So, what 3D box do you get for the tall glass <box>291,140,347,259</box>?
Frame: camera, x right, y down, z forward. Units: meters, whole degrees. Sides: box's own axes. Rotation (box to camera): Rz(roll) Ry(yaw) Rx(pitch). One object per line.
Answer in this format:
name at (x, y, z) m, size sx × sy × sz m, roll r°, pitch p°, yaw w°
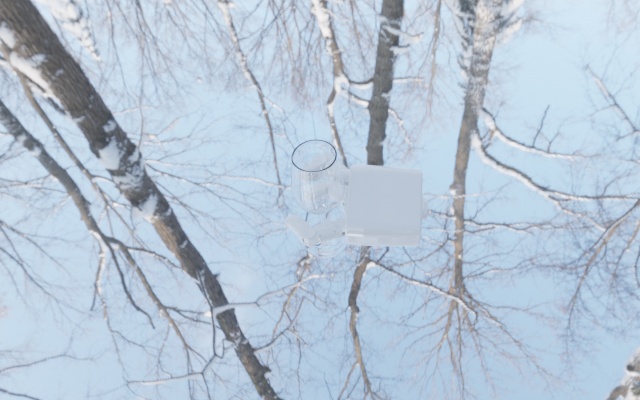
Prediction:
tall glass at (0.000, 0.003, 0.714) m, size 0.079 × 0.079 × 0.201 m, roll 0°, pitch -39°, yaw 7°
